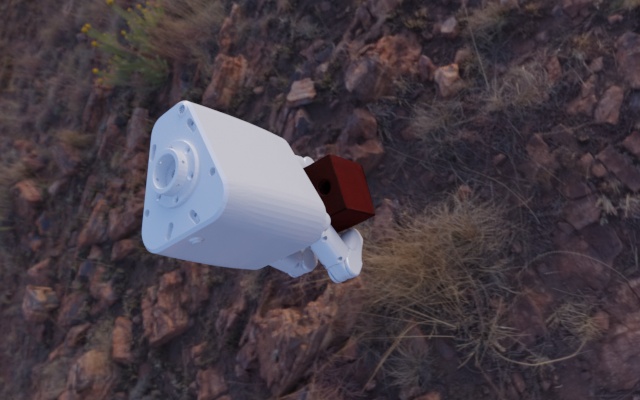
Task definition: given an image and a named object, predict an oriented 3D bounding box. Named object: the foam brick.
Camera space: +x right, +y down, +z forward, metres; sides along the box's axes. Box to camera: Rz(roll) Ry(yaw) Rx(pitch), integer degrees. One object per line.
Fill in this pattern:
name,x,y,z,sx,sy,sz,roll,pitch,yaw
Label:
foam brick,0.000,0.001,0.432,0.078,0.053,0.051,-27,-24,29
